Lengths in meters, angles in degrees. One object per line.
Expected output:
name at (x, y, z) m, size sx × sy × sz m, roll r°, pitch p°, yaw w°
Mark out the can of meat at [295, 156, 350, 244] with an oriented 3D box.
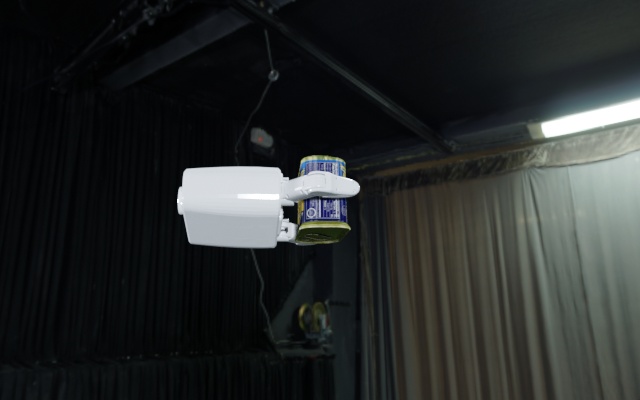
can of meat at (0.000, 0.002, 0.572) m, size 0.057 × 0.084 × 0.102 m, roll 1°, pitch -15°, yaw -7°
